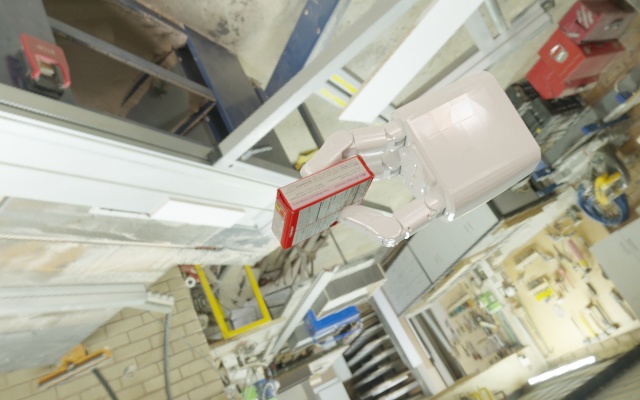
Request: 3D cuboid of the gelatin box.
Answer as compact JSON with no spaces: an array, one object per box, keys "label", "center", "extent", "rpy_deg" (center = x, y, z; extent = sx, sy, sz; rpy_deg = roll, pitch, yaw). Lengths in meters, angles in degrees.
[{"label":"gelatin box","center":[0.000,0.002,0.443],"extent":[0.089,0.030,0.073],"rpy_deg":[-25,-23,-23]}]
